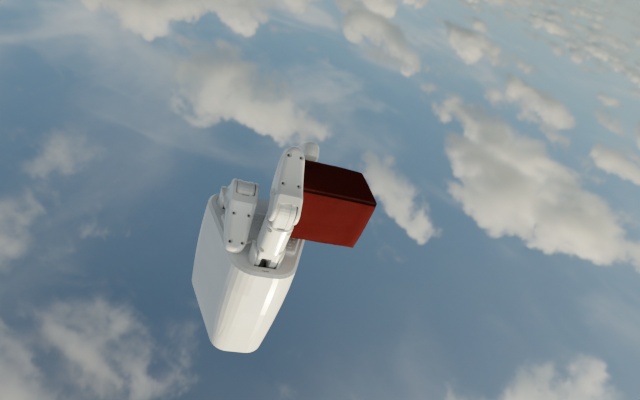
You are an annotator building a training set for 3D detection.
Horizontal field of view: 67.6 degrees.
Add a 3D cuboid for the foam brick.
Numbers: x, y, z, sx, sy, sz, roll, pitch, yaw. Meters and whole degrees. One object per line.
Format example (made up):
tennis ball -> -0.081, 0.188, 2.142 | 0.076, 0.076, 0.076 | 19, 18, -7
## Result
foam brick -> 0.000, 0.001, 0.424 | 0.078, 0.051, 0.053 | 12, 32, -18
